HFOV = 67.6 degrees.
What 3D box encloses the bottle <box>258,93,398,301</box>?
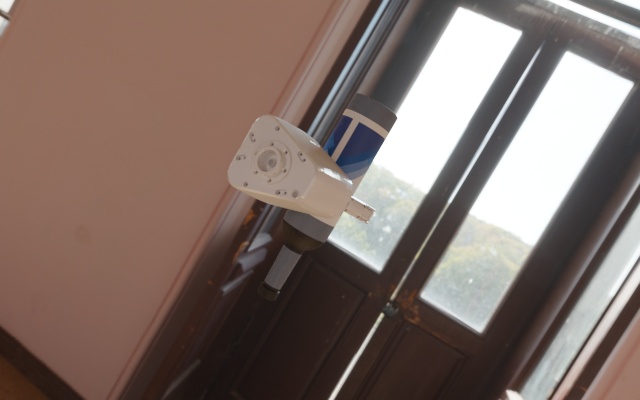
[{"bbox_3d":[0.000,0.002,0.640,0.069,0.296,0.069,30,3,-2],"label":"bottle"}]
